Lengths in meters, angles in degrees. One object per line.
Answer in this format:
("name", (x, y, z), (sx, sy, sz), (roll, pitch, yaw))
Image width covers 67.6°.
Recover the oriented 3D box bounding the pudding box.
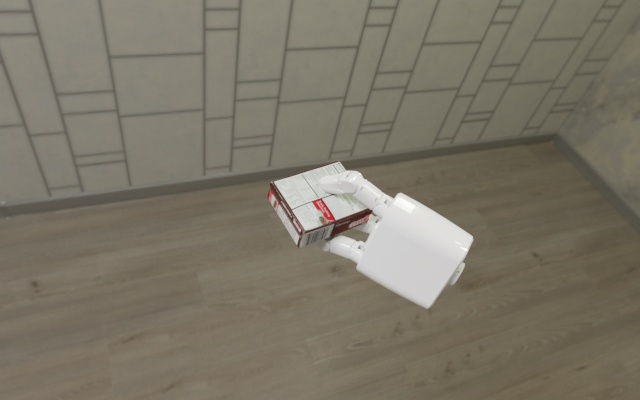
("pudding box", (0.000, 0.002, 0.630), (0.113, 0.090, 0.039), (-18, -31, -29))
